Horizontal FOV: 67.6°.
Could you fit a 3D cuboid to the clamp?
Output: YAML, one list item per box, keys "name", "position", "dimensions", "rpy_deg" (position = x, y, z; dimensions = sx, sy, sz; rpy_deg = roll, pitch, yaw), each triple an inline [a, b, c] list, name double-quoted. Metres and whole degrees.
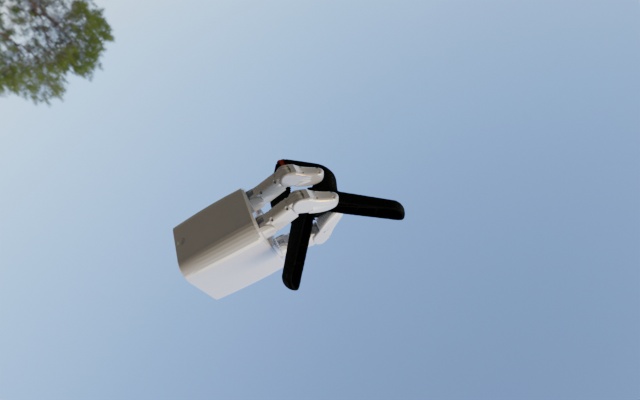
- name: "clamp"
  position: [0.000, 0.002, 0.617]
  dimensions: [0.164, 0.036, 0.209]
  rpy_deg: [-28, 43, -1]
